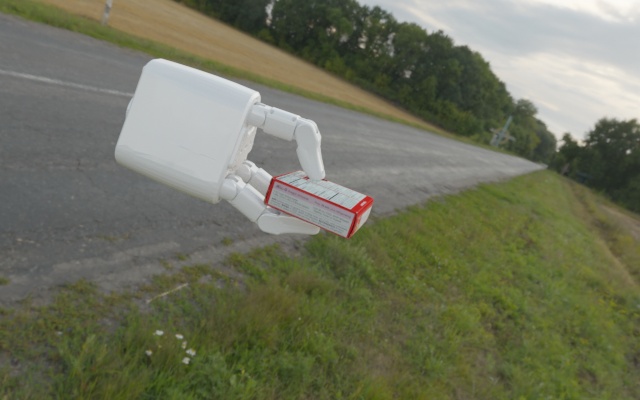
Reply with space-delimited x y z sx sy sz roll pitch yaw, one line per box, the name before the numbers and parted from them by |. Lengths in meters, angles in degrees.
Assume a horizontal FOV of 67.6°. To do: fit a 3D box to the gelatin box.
gelatin box | 0.001 0.001 0.462 0.089 0.030 0.073 21 15 13
